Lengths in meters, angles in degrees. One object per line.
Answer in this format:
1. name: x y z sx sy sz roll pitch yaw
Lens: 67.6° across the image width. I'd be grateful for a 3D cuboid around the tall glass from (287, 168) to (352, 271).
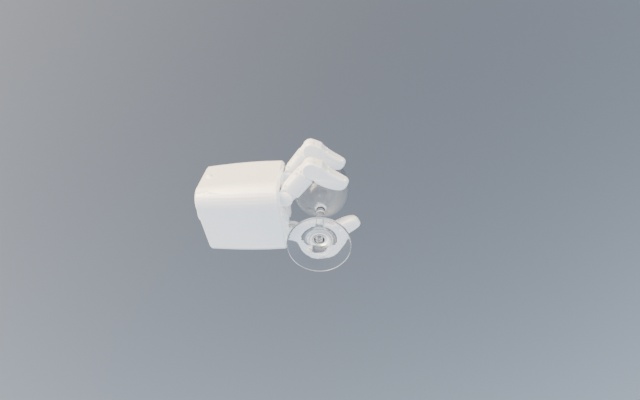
1. tall glass: 0.000 0.002 0.627 0.079 0.079 0.201 0 30 2
